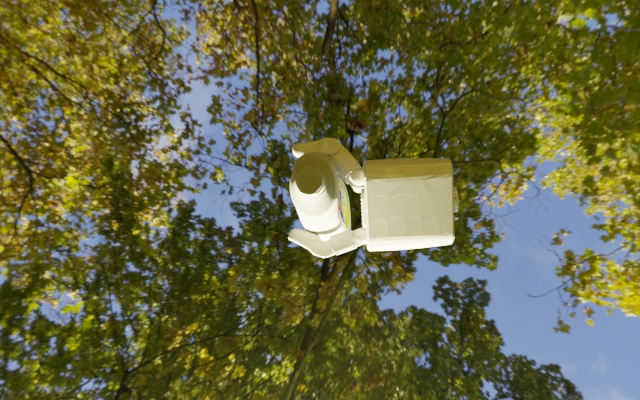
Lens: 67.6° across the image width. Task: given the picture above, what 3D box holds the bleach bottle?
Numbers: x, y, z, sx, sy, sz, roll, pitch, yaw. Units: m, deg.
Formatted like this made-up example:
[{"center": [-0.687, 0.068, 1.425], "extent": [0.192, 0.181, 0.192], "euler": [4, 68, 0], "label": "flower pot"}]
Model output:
[{"center": [0.000, 0.002, 0.605], "extent": [0.068, 0.102, 0.251], "euler": [-5, -7, 5], "label": "bleach bottle"}]
